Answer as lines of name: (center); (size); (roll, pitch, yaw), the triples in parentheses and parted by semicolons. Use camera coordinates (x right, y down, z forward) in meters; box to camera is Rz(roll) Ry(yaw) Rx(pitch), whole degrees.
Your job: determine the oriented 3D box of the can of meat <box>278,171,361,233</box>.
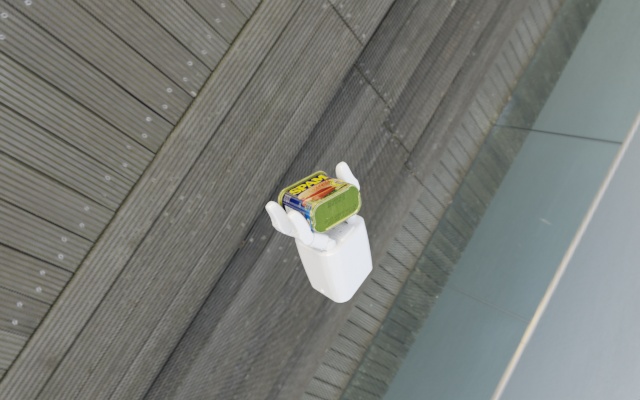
can of meat: (0.000, 0.002, 0.744); (0.102, 0.057, 0.084); (-29, 32, -30)
